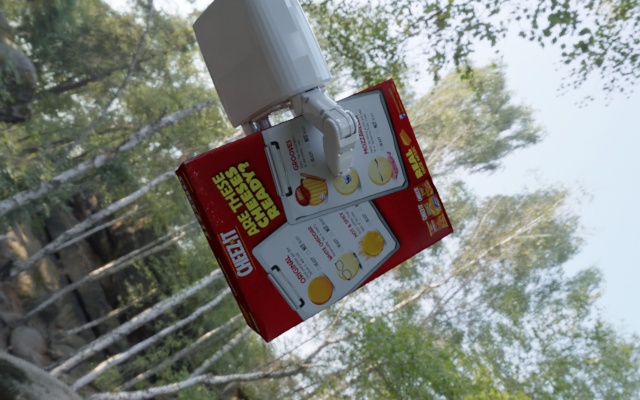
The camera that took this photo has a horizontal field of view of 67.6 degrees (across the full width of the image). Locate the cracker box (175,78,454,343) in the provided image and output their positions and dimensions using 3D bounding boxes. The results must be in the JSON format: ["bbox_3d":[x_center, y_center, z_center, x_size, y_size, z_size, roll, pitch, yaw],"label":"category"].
[{"bbox_3d":[0.000,0.001,0.446,0.213,0.164,0.072,-26,8,-22],"label":"cracker box"}]
